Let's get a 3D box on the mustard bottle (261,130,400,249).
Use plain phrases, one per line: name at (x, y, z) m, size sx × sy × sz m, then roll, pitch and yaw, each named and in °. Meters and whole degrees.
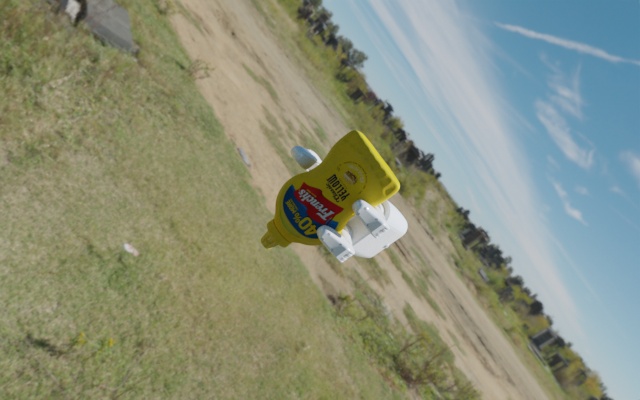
mustard bottle at (0.000, 0.002, 0.618) m, size 0.191 × 0.096 × 0.058 m, roll -37°, pitch -2°, yaw 12°
